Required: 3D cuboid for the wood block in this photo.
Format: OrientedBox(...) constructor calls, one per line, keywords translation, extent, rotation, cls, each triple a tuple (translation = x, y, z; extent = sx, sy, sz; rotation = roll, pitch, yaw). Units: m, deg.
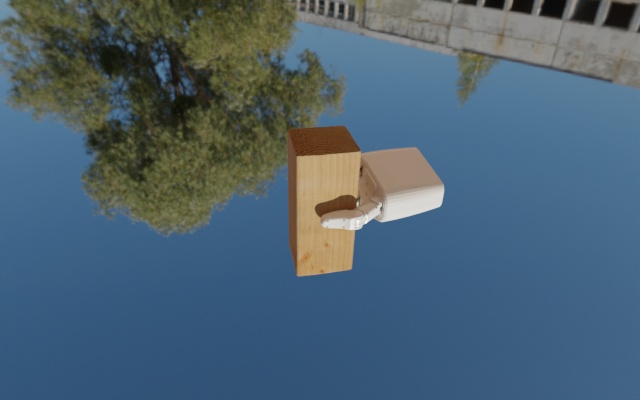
OrientedBox(translation=(0.001, 0.003, 0.718), extent=(0.090, 0.206, 0.090), rotation=(-5, 32, -11), cls="wood block")
